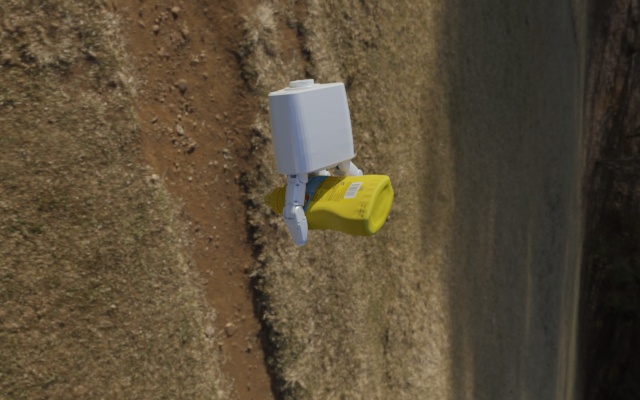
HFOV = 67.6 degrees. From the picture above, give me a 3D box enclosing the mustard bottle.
[{"bbox_3d":[0.000,0.003,0.682,0.191,0.058,0.096,3,43,31],"label":"mustard bottle"}]
